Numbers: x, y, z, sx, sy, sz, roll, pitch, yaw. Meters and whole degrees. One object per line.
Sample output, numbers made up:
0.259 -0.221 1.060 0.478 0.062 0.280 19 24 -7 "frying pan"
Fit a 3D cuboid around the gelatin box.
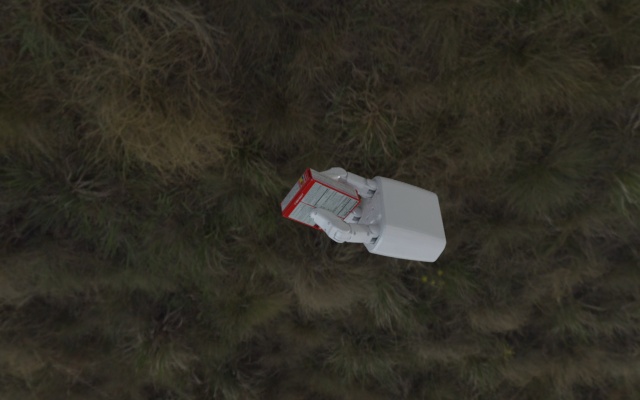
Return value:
0.000 0.002 0.671 0.089 0.073 0.030 22 32 -30 "gelatin box"
